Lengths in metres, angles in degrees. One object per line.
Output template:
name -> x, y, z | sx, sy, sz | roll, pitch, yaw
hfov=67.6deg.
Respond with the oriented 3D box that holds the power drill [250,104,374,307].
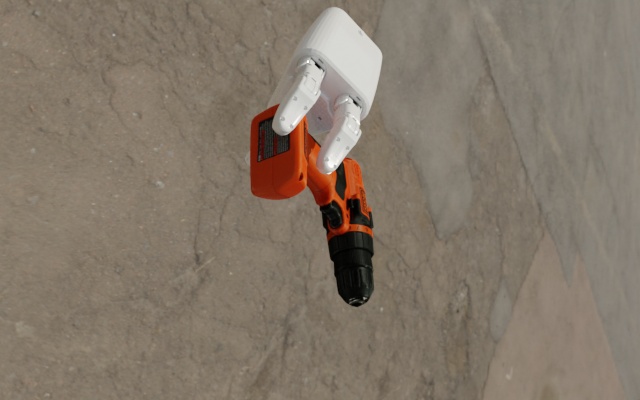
power drill -> 0.000, 0.001, 0.496 | 0.057, 0.184, 0.188 | -19, -35, 19
